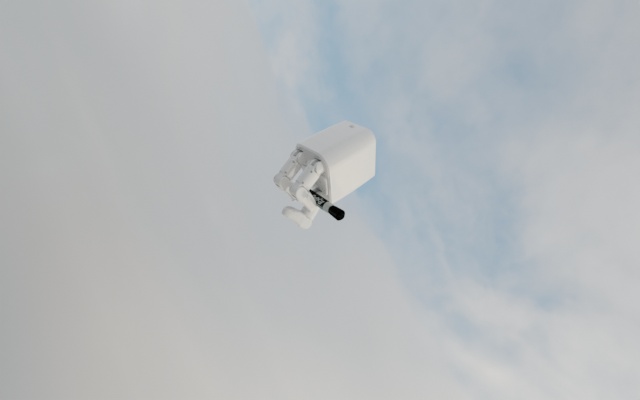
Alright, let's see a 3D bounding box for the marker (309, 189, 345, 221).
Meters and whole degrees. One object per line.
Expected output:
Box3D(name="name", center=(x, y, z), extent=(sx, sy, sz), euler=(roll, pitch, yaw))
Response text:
Box3D(name="marker", center=(0.000, 0.003, 0.785), extent=(0.020, 0.020, 0.121), euler=(0, 22, -38))
